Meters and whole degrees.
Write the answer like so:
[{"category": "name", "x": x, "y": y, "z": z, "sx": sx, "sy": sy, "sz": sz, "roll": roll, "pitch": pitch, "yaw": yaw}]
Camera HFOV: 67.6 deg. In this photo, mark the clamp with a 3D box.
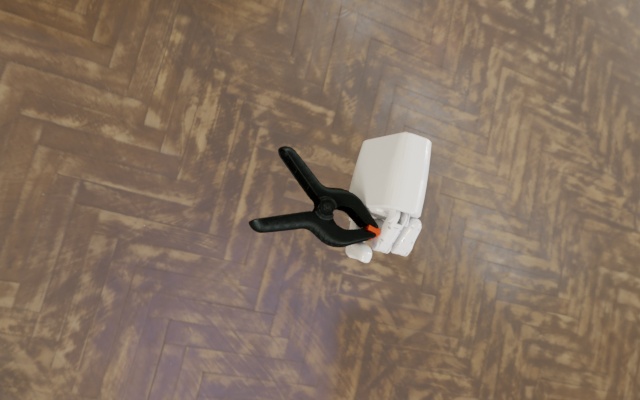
[{"category": "clamp", "x": 0.000, "y": 0.002, "z": 0.625, "sx": 0.171, "sy": 0.120, "sz": 0.039, "roll": 17, "pitch": -13, "yaw": -19}]
